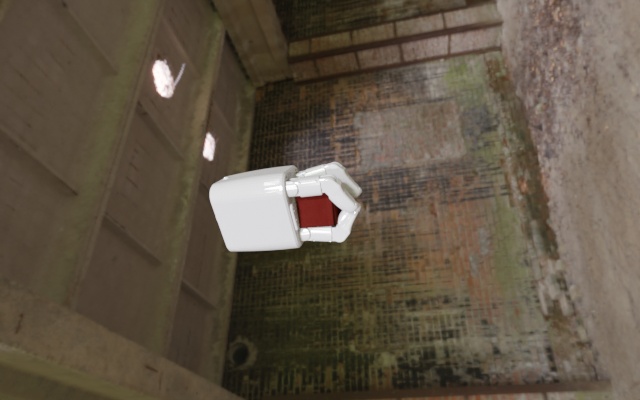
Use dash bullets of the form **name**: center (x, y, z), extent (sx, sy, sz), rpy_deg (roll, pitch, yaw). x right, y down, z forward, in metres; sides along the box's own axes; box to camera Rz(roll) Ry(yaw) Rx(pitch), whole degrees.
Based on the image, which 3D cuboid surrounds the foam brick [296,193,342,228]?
- **foam brick**: center (0.000, 0.002, 0.676), extent (0.051, 0.053, 0.078), rpy_deg (-5, 13, 11)
